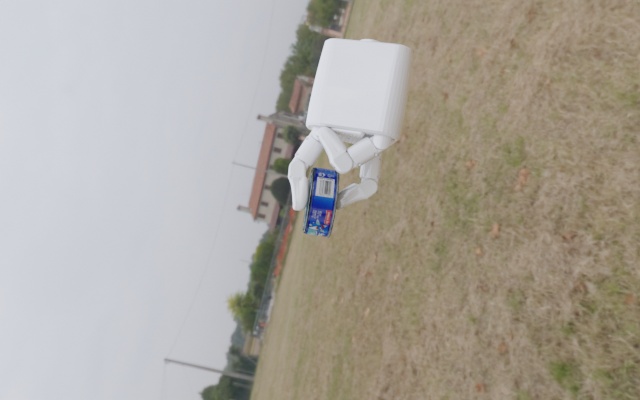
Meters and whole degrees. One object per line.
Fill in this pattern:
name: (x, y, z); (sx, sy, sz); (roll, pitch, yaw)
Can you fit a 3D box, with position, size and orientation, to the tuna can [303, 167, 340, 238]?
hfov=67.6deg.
tuna can: (0.000, 0.002, 0.601); (0.034, 0.086, 0.086); (8, -1, -4)
